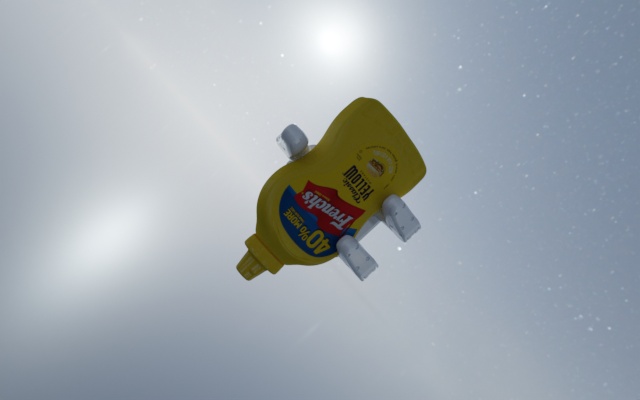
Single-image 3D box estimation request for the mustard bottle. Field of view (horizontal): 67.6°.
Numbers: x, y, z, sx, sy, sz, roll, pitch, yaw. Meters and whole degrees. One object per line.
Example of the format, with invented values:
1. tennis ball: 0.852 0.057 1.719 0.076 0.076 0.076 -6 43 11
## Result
1. mustard bottle: 0.000 0.001 0.434 0.191 0.096 0.058 -42 25 -4
